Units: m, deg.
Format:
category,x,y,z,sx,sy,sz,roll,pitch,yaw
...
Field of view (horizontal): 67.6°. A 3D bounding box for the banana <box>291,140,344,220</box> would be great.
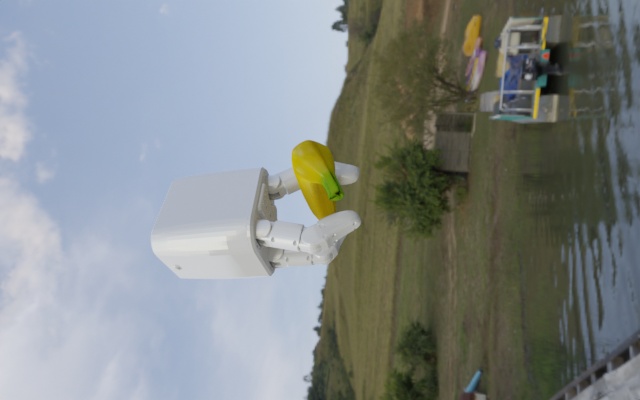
category,x,y,z,sx,sy,sz,roll,pitch,yaw
banana,-0.004,-0.017,0.464,0.037,0.069,0.198,-13,-8,0
